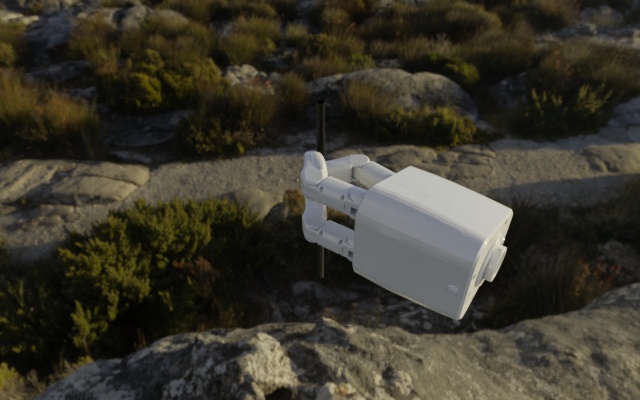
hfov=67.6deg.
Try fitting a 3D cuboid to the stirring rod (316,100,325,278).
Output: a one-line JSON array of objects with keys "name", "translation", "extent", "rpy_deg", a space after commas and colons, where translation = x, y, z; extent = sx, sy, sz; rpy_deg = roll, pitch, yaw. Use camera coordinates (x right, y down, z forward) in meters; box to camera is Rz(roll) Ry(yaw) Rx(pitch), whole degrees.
[{"name": "stirring rod", "translation": [0.000, 0.002, 0.514], "extent": [0.011, 0.240, 0.011], "rpy_deg": [0, 40, 0]}]
